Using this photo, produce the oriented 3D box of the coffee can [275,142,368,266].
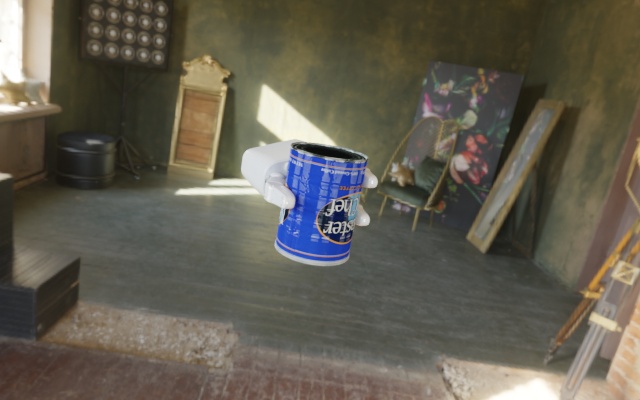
[{"bbox_3d":[0.000,0.002,0.632,0.103,0.140,0.102,9,15,-3],"label":"coffee can"}]
